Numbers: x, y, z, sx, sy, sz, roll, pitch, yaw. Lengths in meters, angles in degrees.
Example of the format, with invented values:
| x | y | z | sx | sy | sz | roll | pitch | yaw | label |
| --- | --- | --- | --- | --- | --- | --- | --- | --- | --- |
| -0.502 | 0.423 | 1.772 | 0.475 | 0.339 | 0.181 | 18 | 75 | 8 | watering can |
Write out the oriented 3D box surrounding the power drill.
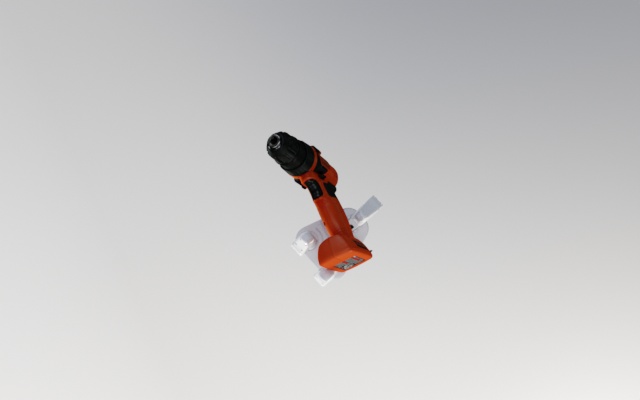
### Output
| x | y | z | sx | sy | sz | roll | pitch | yaw | label |
| --- | --- | --- | --- | --- | --- | --- | --- | --- | --- |
| 0.000 | 0.003 | 0.674 | 0.057 | 0.187 | 0.184 | -28 | -24 | 17 | power drill |
